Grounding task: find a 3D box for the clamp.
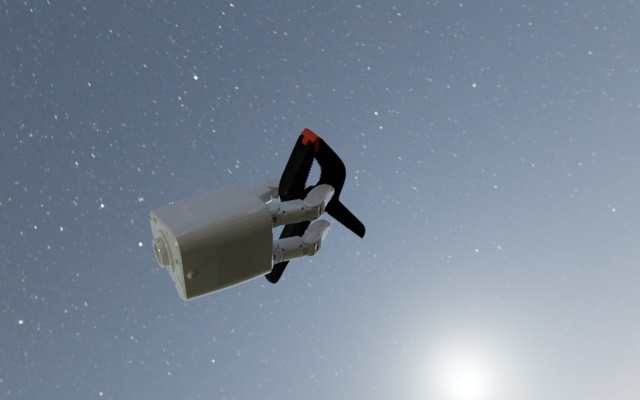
[{"bbox_3d":[-0.001,0.001,0.622,0.164,0.210,0.036,-20,41,-30],"label":"clamp"}]
